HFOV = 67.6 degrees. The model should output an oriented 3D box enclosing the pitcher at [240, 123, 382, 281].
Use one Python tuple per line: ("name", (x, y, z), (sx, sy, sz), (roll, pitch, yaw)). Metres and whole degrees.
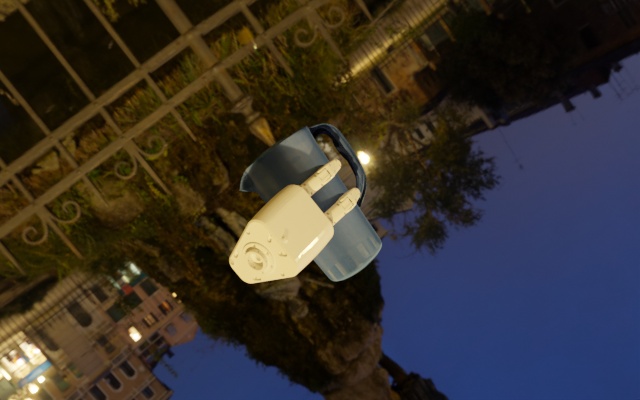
("pitcher", (0.000, 0.003, 0.789), (0.149, 0.243, 0.145), (-32, 7, 38))
